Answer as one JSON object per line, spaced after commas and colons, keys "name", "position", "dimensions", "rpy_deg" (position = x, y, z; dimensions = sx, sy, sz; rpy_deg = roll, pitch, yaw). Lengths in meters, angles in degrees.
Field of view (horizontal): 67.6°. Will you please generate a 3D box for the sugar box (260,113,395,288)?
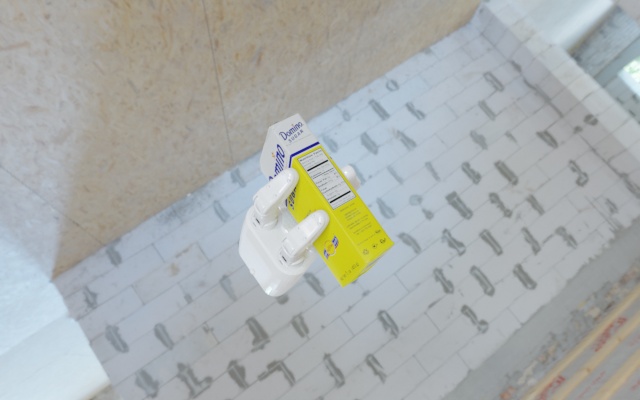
{"name": "sugar box", "position": [0.000, 0.002, 0.520], "dimensions": [0.048, 0.176, 0.093], "rpy_deg": [-32, -14, -26]}
